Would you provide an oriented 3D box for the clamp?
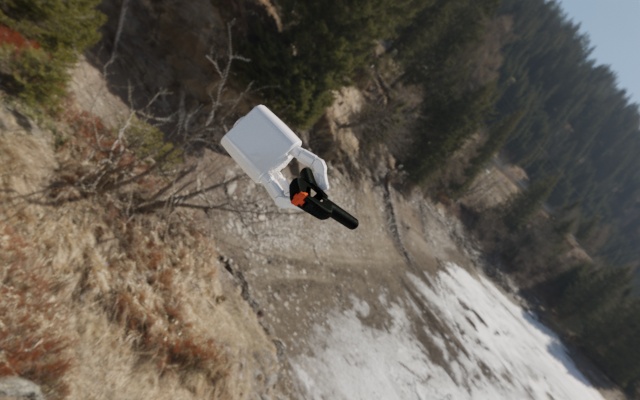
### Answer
[{"bbox_3d":[0.000,0.002,0.892,0.036,0.164,0.210,-46,-5,12],"label":"clamp"}]
